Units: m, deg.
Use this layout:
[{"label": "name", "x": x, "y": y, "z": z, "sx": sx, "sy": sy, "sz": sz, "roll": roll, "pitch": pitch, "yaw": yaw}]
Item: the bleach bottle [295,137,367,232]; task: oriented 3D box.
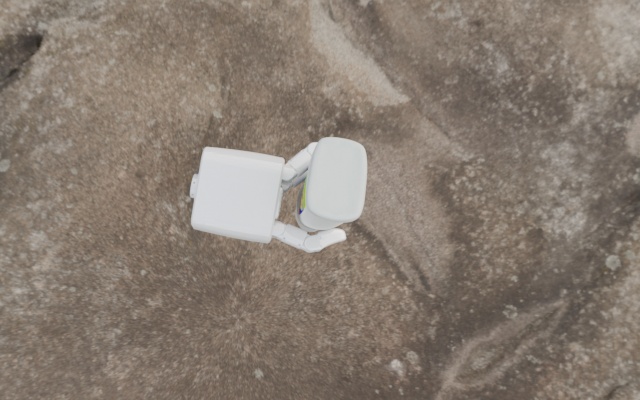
[{"label": "bleach bottle", "x": 0.000, "y": 0.002, "z": 0.655, "sx": 0.068, "sy": 0.102, "sz": 0.251, "roll": 10, "pitch": -15, "yaw": -7}]
